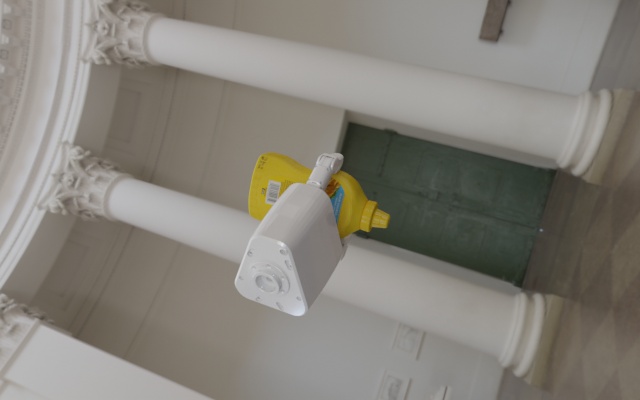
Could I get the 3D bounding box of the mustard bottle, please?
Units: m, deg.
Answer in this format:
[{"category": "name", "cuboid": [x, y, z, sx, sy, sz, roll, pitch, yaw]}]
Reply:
[{"category": "mustard bottle", "cuboid": [0.000, 0.002, 0.649, 0.191, 0.096, 0.058, 16, 14, 16]}]
